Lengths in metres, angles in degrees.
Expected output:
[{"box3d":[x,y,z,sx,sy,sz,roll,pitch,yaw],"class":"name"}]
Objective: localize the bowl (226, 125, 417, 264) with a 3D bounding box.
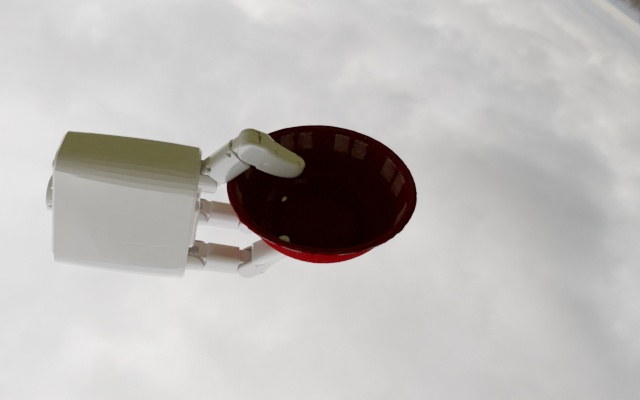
[{"box3d":[0.001,0.002,0.423,0.162,0.055,0.162,3,44,-3],"class":"bowl"}]
